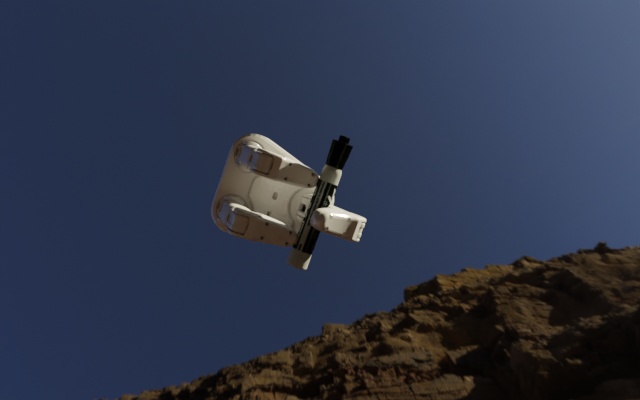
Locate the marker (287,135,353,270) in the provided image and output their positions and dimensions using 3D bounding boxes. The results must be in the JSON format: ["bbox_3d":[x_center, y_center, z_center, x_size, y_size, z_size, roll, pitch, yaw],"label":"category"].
[{"bbox_3d":[0.000,0.001,0.416,0.020,0.121,0.020,21,3,-1],"label":"marker"}]
